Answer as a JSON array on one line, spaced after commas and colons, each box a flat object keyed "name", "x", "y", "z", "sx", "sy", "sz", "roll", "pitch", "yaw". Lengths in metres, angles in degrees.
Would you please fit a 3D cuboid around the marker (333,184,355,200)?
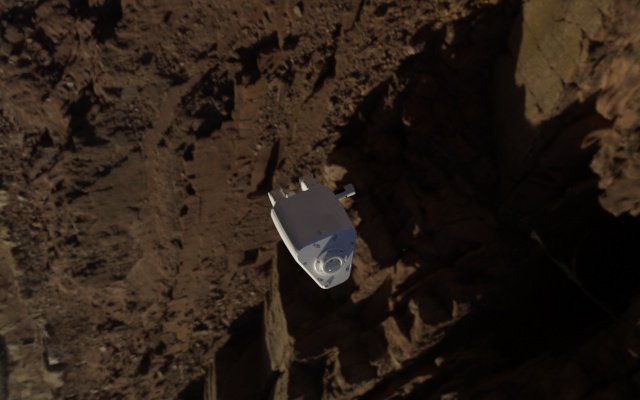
[{"name": "marker", "x": 0.000, "y": 0.003, "z": 0.799, "sx": 0.121, "sy": 0.020, "sz": 0.020, "roll": -23, "pitch": 3, "yaw": -8}]
